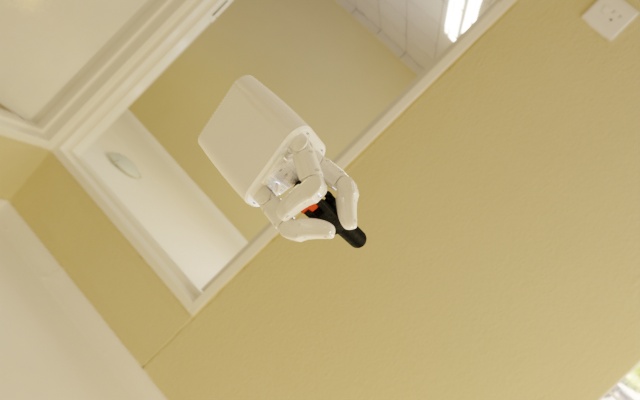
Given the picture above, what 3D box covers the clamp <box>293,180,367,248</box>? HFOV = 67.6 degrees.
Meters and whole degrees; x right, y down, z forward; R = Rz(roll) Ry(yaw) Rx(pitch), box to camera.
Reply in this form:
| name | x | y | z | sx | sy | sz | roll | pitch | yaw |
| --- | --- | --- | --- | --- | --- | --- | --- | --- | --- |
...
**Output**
| name | x | y | z | sx | sy | sz | roll | pitch | yaw |
| --- | --- | --- | --- | --- | --- | --- | --- | --- | --- |
| clamp | 0.000 | 0.002 | 0.599 | 0.120 | 0.039 | 0.171 | 46 | 2 | 22 |
